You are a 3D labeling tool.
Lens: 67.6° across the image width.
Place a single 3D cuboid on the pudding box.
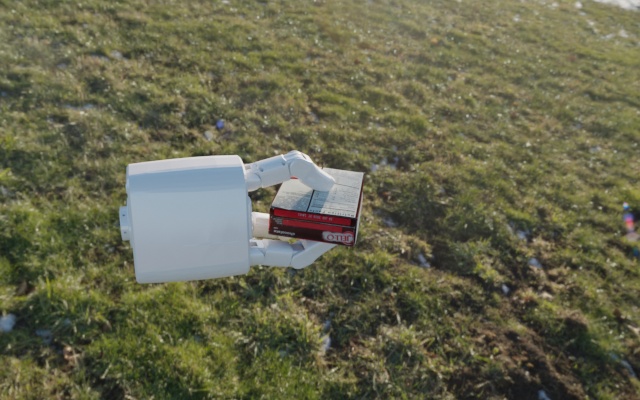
[{"bbox_3d":[0.000,0.002,0.517,0.090,0.039,0.113,9,31,6],"label":"pudding box"}]
